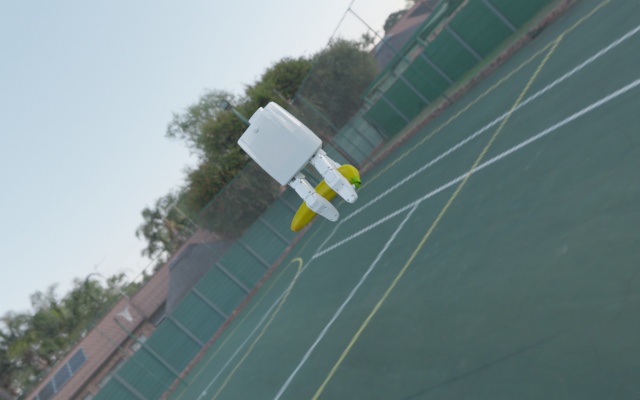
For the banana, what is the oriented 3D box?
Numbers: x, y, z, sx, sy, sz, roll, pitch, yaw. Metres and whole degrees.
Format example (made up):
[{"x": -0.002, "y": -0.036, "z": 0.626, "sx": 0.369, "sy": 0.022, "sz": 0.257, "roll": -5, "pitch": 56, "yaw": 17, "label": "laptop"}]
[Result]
[{"x": 0.009, "y": -0.011, "z": 0.832, "sx": 0.037, "sy": 0.069, "sz": 0.198, "roll": 40, "pitch": -44, "yaw": -10, "label": "banana"}]
